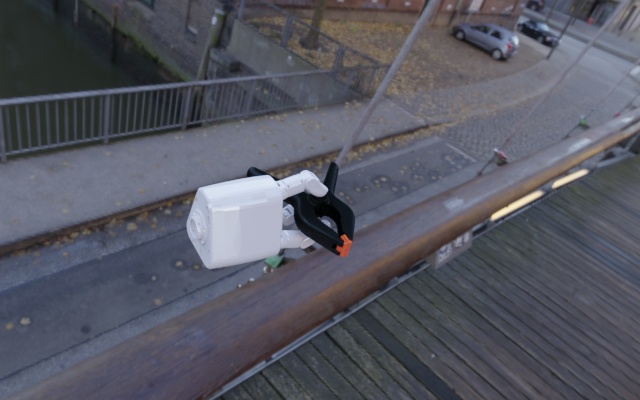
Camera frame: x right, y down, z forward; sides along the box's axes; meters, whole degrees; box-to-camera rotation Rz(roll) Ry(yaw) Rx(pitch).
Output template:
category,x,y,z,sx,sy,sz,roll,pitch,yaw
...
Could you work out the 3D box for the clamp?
category,x,y,z,sx,sy,sz,roll,pitch,yaw
clamp,0.000,0.002,0.746,0.164,0.036,0.210,-13,45,-32
